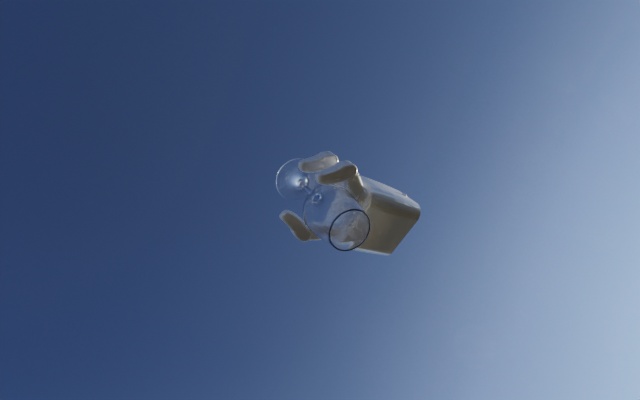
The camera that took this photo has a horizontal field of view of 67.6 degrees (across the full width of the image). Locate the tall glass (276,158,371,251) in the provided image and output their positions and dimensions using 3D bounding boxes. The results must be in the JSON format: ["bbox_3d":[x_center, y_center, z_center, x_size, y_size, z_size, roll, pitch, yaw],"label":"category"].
[{"bbox_3d":[0.000,0.002,0.711,0.079,0.079,0.201,0,22,-25],"label":"tall glass"}]
